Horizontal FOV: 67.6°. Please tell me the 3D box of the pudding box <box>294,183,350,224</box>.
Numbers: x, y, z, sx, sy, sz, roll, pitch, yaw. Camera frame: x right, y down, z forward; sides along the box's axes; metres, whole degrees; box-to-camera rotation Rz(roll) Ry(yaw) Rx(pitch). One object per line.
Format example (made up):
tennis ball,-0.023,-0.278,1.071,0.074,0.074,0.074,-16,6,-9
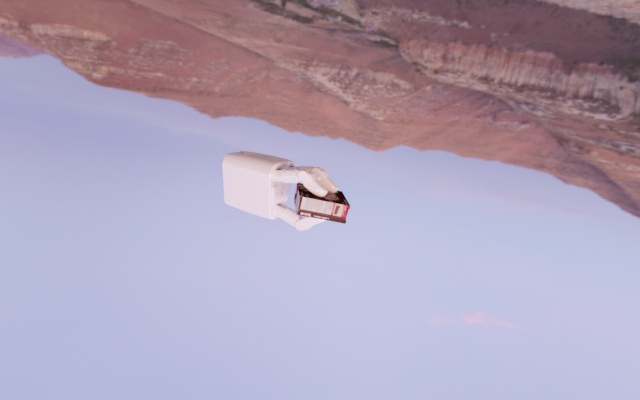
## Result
pudding box,0.000,0.003,0.859,0.090,0.039,0.113,10,15,-8
